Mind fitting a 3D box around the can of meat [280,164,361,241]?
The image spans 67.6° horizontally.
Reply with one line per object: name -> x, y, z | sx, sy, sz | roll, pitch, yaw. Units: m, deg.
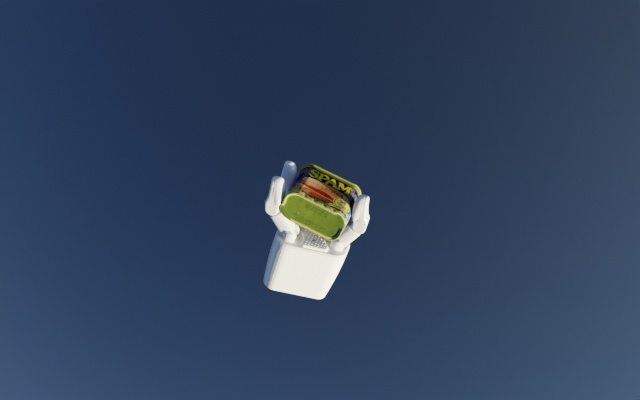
can of meat -> 0.000, 0.002, 0.703 | 0.102, 0.057, 0.084 | 27, 36, 2
